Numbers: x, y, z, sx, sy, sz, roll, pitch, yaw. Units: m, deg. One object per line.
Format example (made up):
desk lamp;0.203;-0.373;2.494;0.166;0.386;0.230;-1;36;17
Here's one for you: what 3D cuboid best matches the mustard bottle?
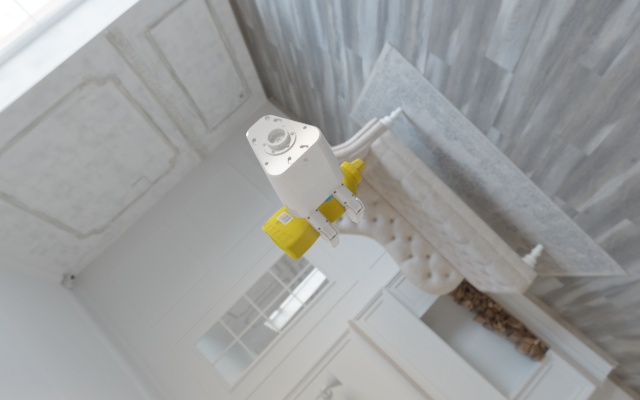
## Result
mustard bottle;0.000;0.003;0.761;0.058;0.191;0.096;52;-13;-31
